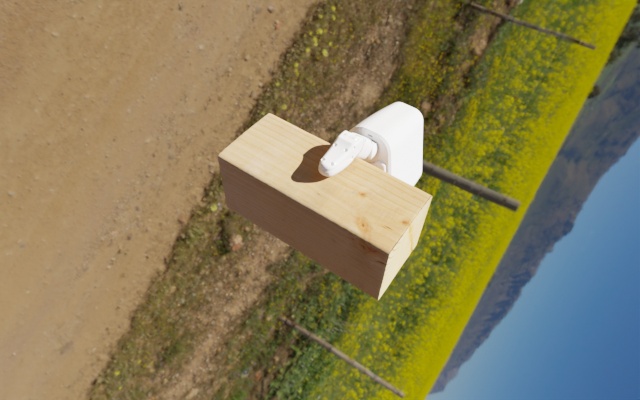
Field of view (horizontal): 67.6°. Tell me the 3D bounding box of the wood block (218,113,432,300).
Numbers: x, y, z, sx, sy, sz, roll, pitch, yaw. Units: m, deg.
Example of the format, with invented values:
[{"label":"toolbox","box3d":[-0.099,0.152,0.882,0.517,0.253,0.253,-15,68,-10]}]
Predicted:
[{"label":"wood block","box3d":[0.000,0.001,0.514,0.206,0.091,0.090,29,54,20]}]
